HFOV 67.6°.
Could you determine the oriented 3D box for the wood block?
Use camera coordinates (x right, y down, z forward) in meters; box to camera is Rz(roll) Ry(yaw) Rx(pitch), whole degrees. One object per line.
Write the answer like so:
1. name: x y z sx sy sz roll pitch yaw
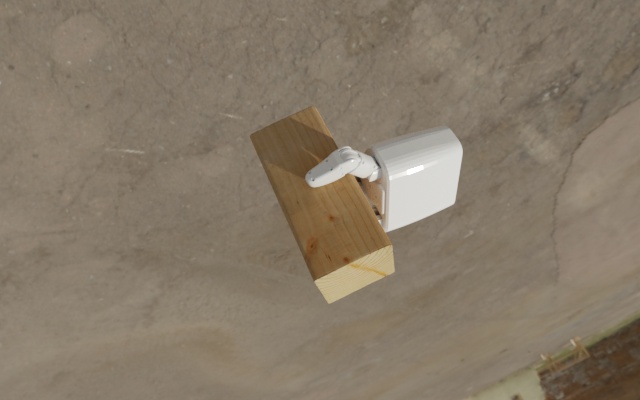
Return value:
1. wood block: 0.000 0.002 0.569 0.090 0.206 0.091 -25 -29 -3
